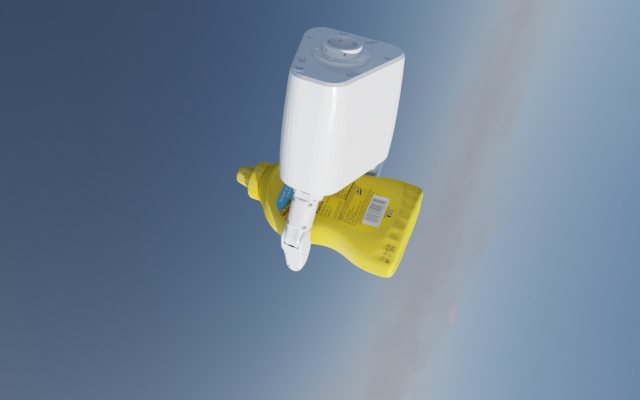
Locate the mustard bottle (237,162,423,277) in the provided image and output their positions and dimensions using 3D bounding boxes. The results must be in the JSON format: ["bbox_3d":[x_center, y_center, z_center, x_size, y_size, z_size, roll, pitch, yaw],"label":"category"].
[{"bbox_3d":[0.000,0.002,0.492,0.191,0.096,0.058,20,-24,15],"label":"mustard bottle"}]
